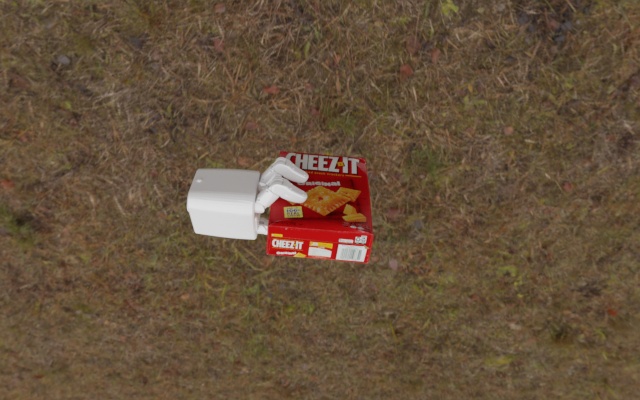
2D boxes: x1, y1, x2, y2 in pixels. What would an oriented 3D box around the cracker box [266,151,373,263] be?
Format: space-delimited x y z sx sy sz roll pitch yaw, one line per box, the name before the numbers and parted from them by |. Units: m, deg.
cracker box | 0.000 0.003 0.812 0.164 0.072 0.213 5 39 -3
